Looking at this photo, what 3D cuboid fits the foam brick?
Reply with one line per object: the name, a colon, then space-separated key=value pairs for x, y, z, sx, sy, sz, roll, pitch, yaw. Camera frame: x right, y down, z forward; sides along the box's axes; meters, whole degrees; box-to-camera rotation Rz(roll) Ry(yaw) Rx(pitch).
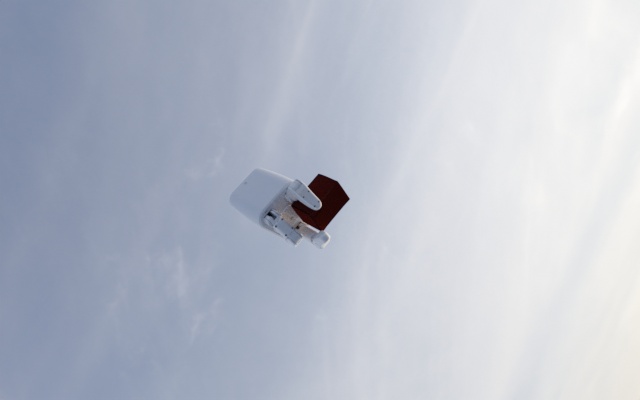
foam brick: x=0.000 y=0.003 z=0.812 sx=0.051 sy=0.078 sz=0.053 roll=26 pitch=-22 yaw=44
